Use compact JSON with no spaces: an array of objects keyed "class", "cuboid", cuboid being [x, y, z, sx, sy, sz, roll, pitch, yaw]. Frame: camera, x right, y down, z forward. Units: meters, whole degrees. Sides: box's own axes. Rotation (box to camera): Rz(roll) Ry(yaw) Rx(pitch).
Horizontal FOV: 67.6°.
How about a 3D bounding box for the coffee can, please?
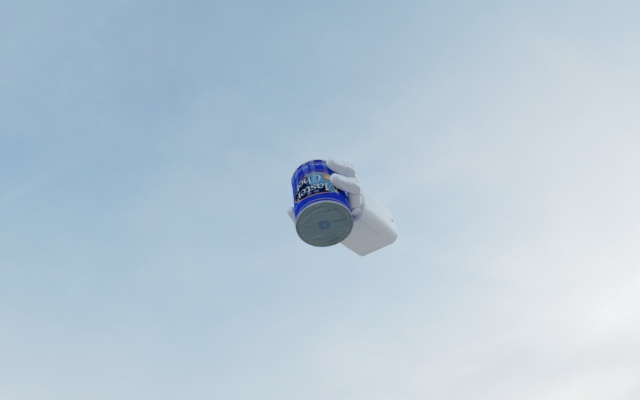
[{"class":"coffee can","cuboid":[0.000,0.003,0.892,0.103,0.103,0.140,0,37,-8]}]
